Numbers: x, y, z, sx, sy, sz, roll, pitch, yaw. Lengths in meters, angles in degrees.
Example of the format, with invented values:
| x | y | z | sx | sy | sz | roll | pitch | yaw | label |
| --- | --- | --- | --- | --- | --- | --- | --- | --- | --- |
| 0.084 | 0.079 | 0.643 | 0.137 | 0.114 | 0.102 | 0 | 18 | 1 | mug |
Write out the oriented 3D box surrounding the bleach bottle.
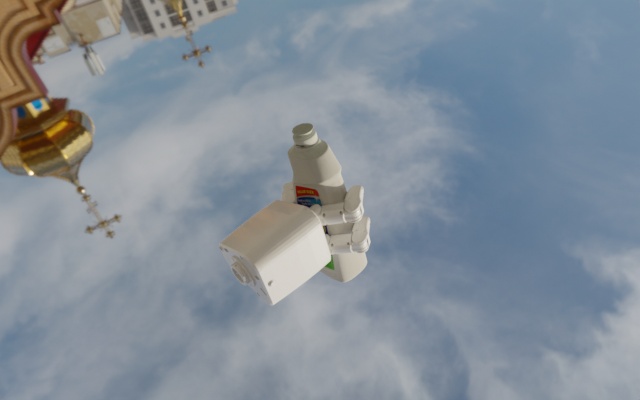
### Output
| x | y | z | sx | sy | sz | roll | pitch | yaw | label |
| --- | --- | --- | --- | --- | --- | --- | --- | --- | --- |
| 0.000 | 0.002 | 0.684 | 0.068 | 0.251 | 0.102 | -37 | 42 | -24 | bleach bottle |
